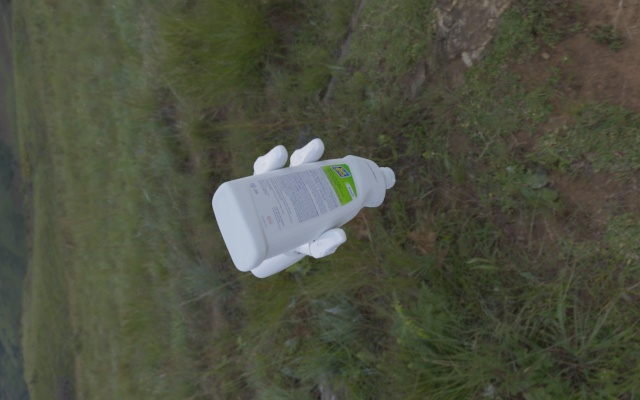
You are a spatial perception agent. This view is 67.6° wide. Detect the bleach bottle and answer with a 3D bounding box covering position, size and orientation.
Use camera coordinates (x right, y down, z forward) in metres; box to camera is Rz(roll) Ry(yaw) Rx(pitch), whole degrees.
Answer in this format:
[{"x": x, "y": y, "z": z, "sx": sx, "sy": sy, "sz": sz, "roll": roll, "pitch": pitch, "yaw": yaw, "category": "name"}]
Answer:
[{"x": 0.000, "y": 0.002, "z": 0.595, "sx": 0.251, "sy": 0.102, "sz": 0.068, "roll": -15, "pitch": -15, "yaw": -36, "category": "bleach bottle"}]
